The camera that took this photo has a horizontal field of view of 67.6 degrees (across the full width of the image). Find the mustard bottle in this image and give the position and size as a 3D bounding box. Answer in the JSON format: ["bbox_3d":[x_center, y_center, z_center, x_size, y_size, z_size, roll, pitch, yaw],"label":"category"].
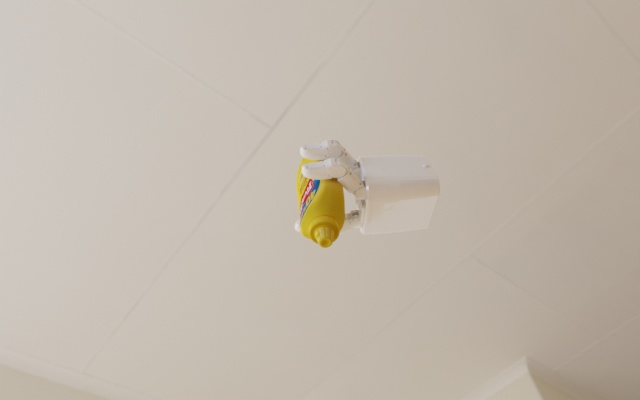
[{"bbox_3d":[0.000,0.002,0.693,0.058,0.096,0.191,18,30,-16],"label":"mustard bottle"}]
